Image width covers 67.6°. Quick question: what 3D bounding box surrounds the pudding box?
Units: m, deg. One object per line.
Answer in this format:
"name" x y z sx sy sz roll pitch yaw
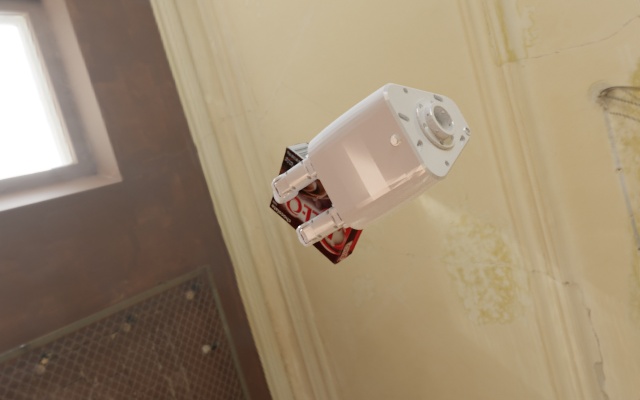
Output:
"pudding box" 0.000 0.002 0.532 0.113 0.090 0.039 41 41 25
